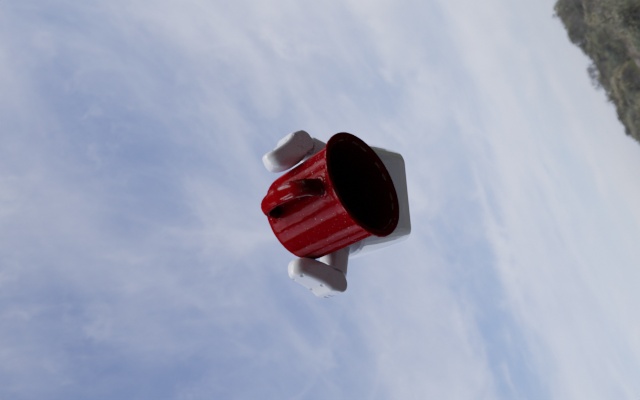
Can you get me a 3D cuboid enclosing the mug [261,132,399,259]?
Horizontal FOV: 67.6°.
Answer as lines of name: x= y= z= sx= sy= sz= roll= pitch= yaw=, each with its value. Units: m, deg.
mug: x=-0.001 y=0.001 z=0.399 sx=0.081 sy=0.093 sz=0.117 roll=-28 pitch=-17 yaw=35
